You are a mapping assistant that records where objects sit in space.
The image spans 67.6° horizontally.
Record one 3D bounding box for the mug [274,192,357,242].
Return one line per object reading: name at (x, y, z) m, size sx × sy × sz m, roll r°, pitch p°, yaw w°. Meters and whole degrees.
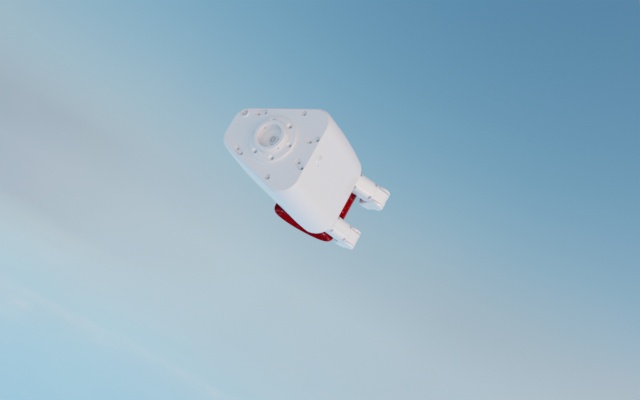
mug at (0.000, 0.003, 0.597) m, size 0.093 × 0.081 × 0.117 m, roll 23°, pitch -13°, yaw 27°
